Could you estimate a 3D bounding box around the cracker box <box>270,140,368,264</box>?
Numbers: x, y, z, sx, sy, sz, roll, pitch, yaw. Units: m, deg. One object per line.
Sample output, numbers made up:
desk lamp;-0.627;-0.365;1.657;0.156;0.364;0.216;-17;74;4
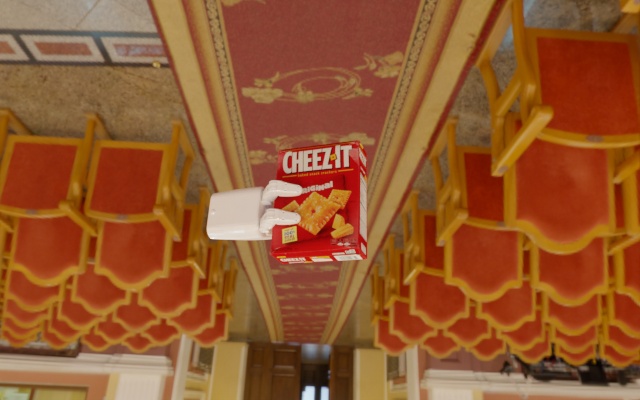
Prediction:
cracker box;0.000;0.003;0.880;0.164;0.213;0.072;-5;-24;16
